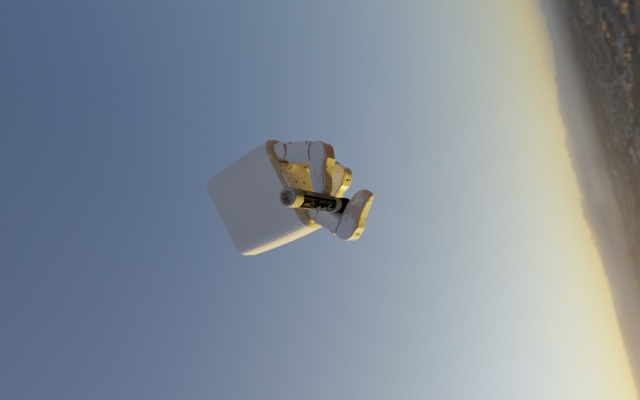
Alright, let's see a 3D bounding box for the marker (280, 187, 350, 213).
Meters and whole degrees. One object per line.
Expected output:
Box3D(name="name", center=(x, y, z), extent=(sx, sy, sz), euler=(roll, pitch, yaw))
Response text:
Box3D(name="marker", center=(0.000, 0.002, 0.497), extent=(0.020, 0.020, 0.121), euler=(0, -5, 31))
